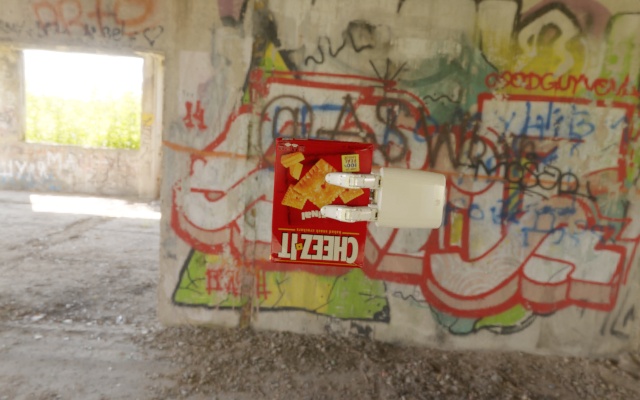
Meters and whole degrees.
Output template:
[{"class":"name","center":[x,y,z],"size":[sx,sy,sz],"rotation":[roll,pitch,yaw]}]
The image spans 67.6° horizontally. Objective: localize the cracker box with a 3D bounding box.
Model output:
[{"class":"cracker box","center":[0.000,0.002,0.823],"size":[0.164,0.214,0.072],"rotation":[4,9,-1]}]
